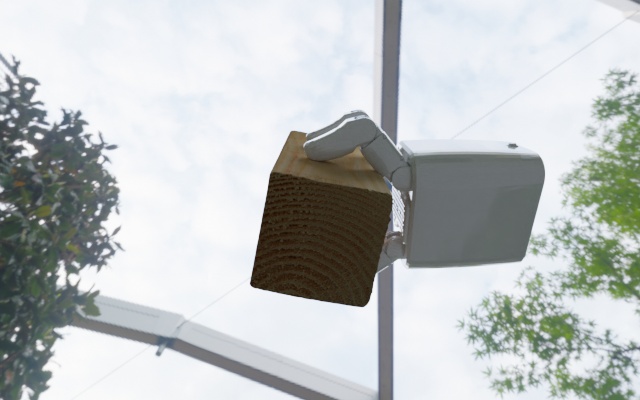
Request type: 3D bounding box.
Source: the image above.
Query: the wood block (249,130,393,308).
[{"bbox_3d":[0.000,0.002,0.433,0.090,0.091,0.206,11,16,-3],"label":"wood block"}]
